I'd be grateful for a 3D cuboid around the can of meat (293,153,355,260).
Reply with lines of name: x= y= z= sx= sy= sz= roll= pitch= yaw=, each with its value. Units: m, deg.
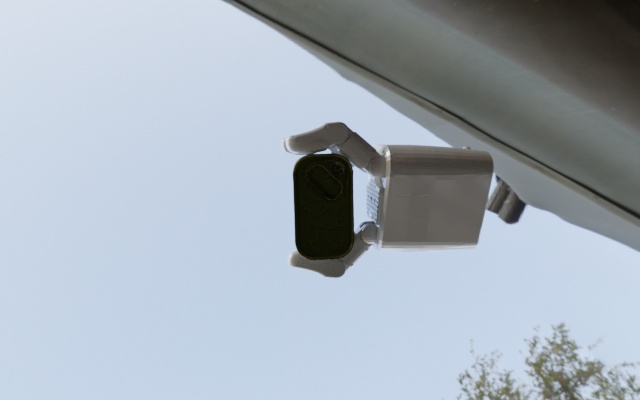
can of meat: x=0.000 y=0.002 z=0.491 sx=0.057 sy=0.102 sz=0.084 roll=-2 pitch=8 yaw=-4
